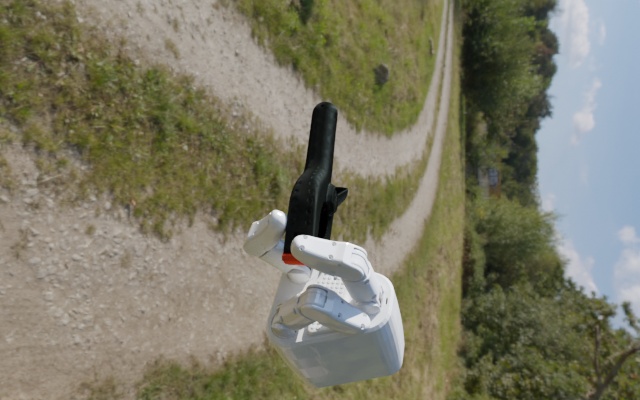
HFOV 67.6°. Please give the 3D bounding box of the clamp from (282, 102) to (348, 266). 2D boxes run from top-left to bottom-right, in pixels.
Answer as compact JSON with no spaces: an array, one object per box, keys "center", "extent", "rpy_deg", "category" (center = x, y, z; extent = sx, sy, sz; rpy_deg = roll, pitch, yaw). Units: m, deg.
[{"center":[0.001,0.002,0.458],"extent":[0.039,0.171,0.120],"rpy_deg":[-1,-41,20],"category":"clamp"}]
